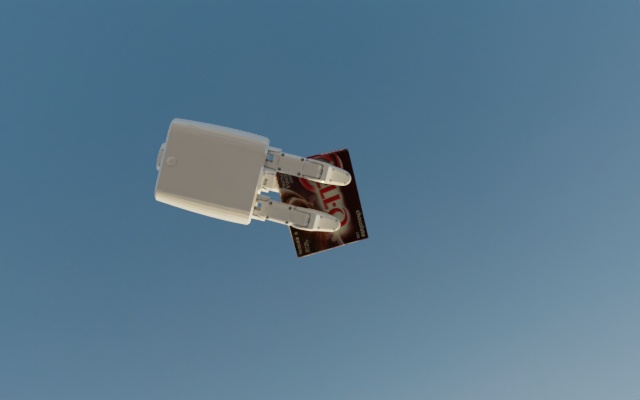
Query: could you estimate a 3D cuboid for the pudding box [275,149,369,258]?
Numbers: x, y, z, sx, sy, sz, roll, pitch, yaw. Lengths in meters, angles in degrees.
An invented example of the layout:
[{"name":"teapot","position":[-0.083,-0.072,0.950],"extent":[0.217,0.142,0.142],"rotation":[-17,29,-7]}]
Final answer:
[{"name":"pudding box","position":[0.000,0.002,0.572],"extent":[0.090,0.113,0.039],"rotation":[-15,9,-8]}]
